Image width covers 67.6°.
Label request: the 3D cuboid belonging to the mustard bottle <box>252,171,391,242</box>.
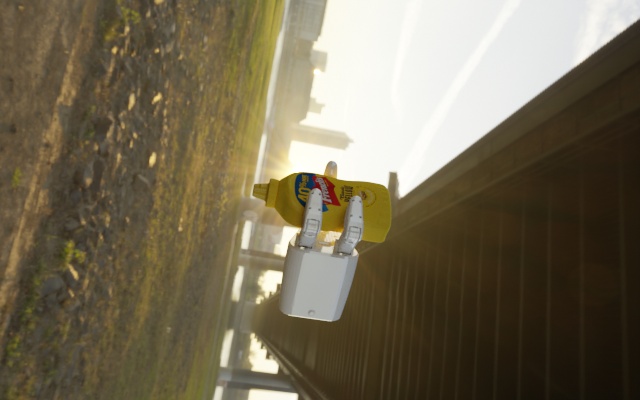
[{"bbox_3d":[0.000,0.002,0.672,0.191,0.096,0.058,10,-46,-7],"label":"mustard bottle"}]
